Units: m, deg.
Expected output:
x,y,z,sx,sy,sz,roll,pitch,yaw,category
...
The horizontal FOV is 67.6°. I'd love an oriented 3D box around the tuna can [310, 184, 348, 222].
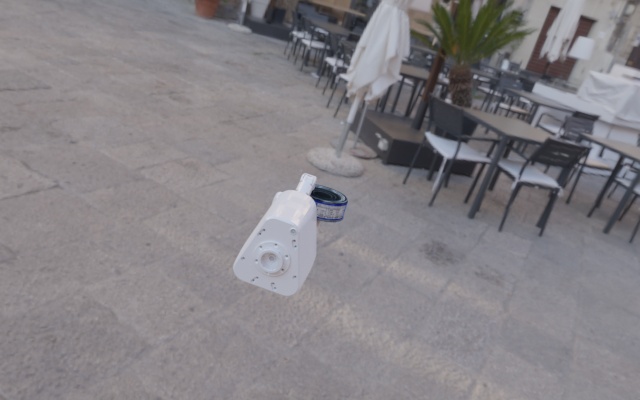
x,y,z,sx,sy,sz,roll,pitch,yaw,category
0.000,0.002,0.770,0.086,0.034,0.086,14,17,-4,tuna can
